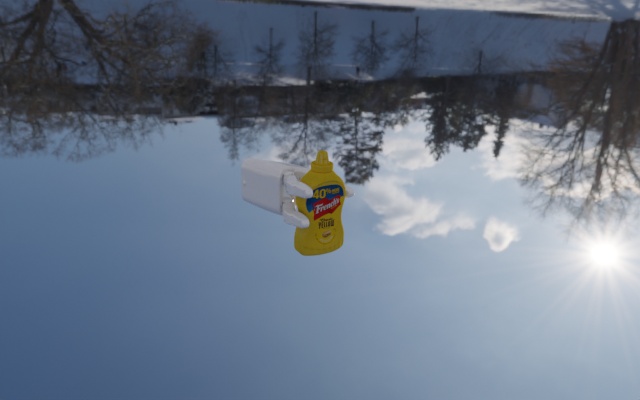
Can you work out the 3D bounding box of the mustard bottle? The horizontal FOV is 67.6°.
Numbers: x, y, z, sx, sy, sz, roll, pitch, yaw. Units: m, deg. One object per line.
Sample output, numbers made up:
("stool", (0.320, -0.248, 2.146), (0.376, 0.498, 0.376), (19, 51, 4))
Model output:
("mustard bottle", (0.000, 0.003, 0.878), (0.096, 0.192, 0.058), (-9, 23, -27))
